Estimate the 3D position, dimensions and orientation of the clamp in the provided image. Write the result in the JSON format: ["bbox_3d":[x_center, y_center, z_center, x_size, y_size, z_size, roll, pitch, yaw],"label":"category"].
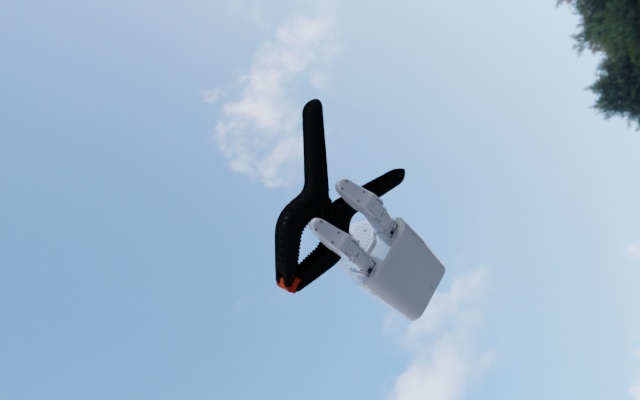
[{"bbox_3d":[0.000,0.002,0.549,0.165,0.210,0.036,41,-17,-28],"label":"clamp"}]
